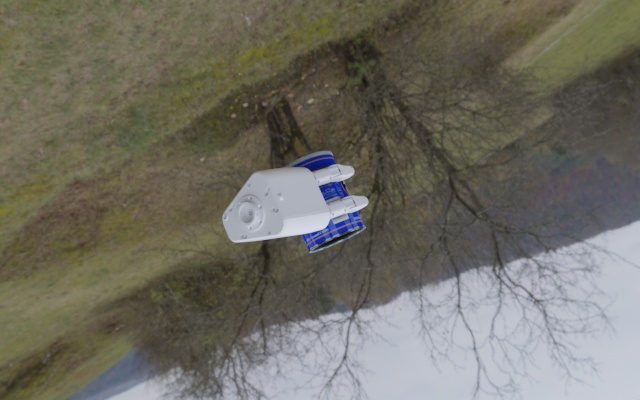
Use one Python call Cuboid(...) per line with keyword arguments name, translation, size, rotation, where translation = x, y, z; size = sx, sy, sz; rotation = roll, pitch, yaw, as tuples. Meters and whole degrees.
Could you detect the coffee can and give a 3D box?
Cuboid(name="coffee can", translation=(0.000, 0.002, 0.793), size=(0.103, 0.140, 0.103), rotation=(-23, -11, -5))
